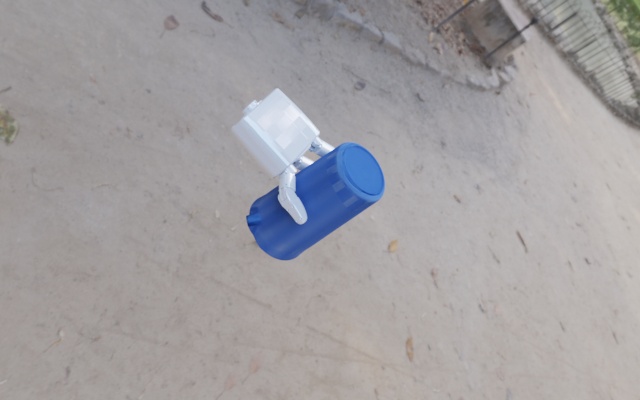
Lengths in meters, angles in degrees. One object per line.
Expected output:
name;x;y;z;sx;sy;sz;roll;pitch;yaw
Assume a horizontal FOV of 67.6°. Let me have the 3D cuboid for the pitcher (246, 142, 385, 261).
pitcher;0.000;0.003;0.835;0.243;0.145;0.149;-33;15;40
